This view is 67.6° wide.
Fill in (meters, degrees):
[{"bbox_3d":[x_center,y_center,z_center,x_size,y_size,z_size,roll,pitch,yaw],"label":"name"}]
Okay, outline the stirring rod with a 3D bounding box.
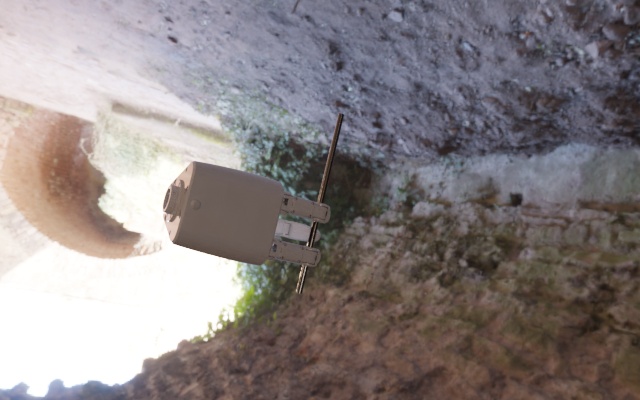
[{"bbox_3d":[0.000,0.002,0.623,0.011,0.239,0.011,13,-5,1],"label":"stirring rod"}]
